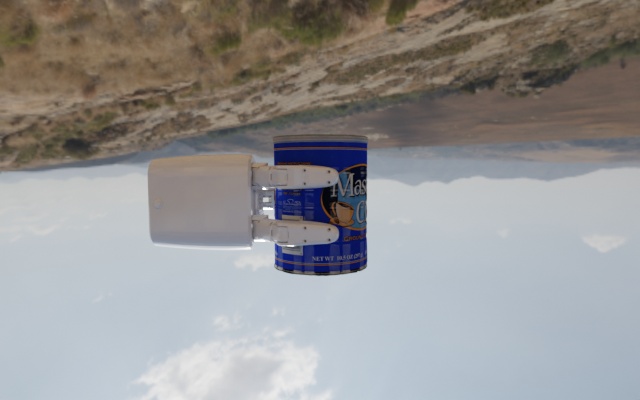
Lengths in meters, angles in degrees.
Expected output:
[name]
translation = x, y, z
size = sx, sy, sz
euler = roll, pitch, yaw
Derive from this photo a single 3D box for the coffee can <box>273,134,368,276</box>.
[coffee can]
translation = 0.000, 0.002, 0.518
size = 0.103, 0.140, 0.103
euler = 0, 4, 0
